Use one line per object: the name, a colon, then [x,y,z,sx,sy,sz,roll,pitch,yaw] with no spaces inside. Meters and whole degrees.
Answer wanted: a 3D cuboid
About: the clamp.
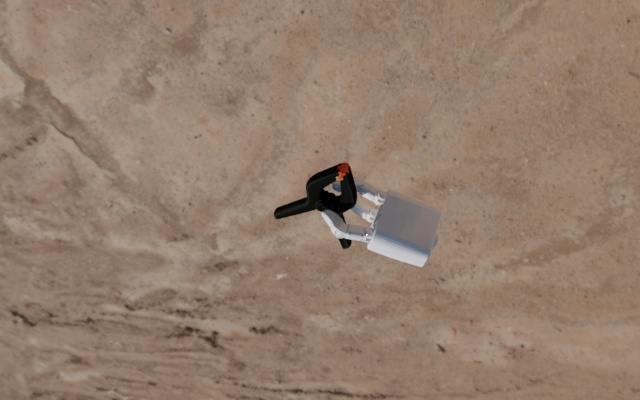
clamp: [0.000,0.003,0.880,0.164,0.036,0.210,19,-40,2]
